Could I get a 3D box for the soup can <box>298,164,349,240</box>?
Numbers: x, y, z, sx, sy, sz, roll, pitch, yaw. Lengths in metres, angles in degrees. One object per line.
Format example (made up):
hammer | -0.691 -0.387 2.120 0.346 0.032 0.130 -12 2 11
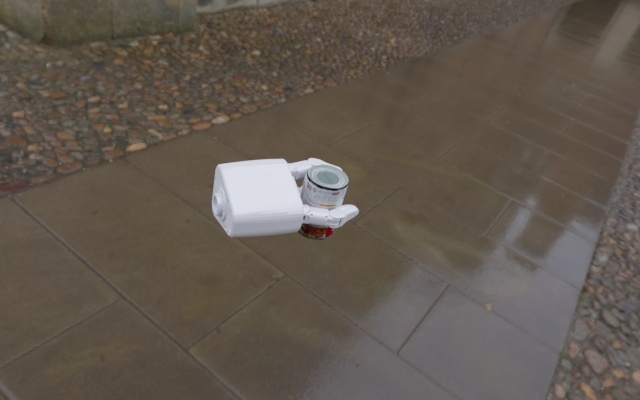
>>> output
soup can | 0.001 0.002 0.754 0.068 0.102 0.068 10 35 -7
